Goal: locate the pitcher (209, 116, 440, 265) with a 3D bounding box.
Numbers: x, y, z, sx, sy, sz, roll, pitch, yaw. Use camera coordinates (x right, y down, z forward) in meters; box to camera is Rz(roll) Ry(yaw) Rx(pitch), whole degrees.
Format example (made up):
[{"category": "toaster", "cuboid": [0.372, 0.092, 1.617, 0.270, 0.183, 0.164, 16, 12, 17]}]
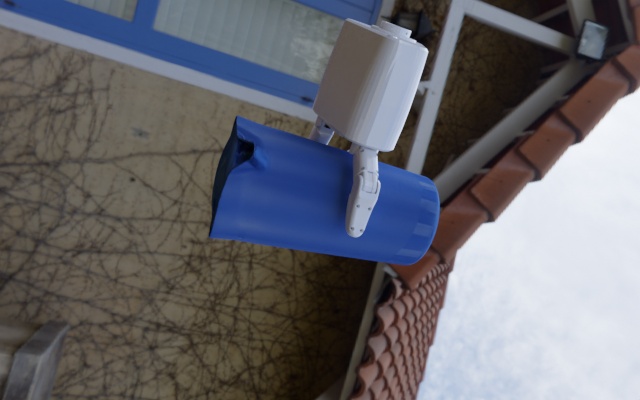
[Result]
[{"category": "pitcher", "cuboid": [0.000, 0.002, 0.546, 0.243, 0.145, 0.149, 13, 23, -14]}]
